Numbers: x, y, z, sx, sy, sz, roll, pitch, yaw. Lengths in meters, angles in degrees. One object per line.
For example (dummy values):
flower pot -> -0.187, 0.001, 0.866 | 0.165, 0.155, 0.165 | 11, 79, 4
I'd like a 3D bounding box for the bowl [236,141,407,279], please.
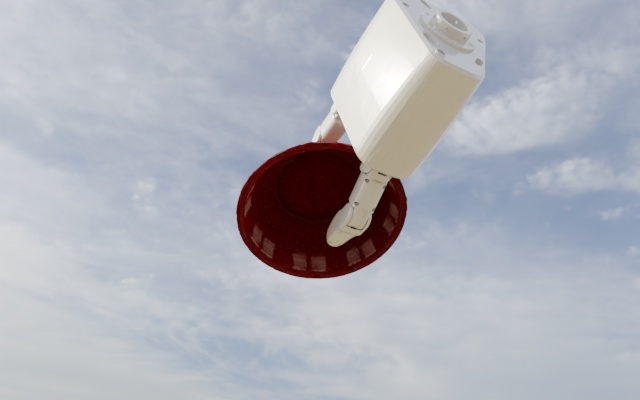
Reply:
bowl -> -0.001, 0.002, 0.472 | 0.162, 0.162, 0.055 | 0, 35, -5
